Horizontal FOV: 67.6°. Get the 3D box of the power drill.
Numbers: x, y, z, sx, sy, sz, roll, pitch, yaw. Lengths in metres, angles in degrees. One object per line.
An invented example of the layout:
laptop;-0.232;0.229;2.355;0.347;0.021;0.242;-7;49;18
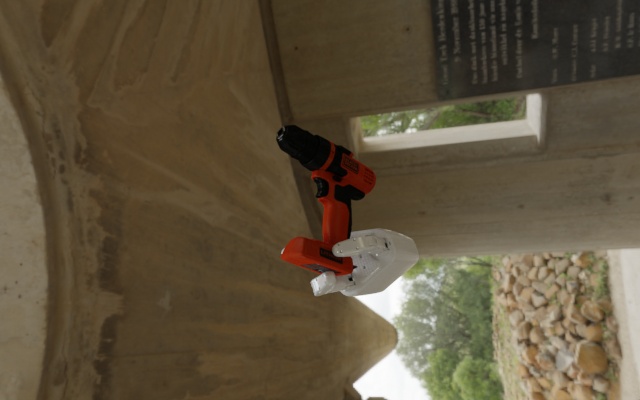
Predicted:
power drill;0.000;0.003;0.680;0.184;0.187;0.057;26;-25;-34
